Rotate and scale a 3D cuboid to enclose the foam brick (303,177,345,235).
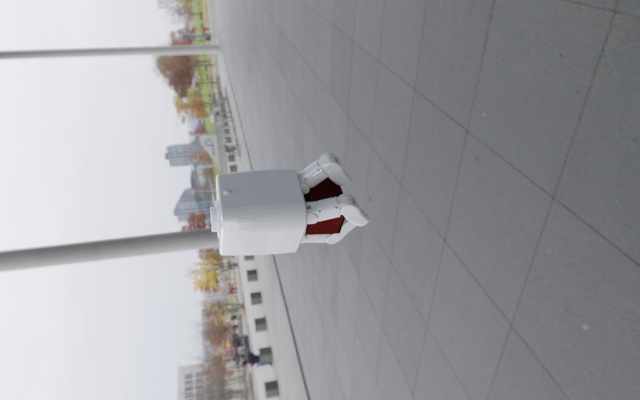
[{"bbox_3d":[0.000,0.002,0.668,0.051,0.053,0.078,-1,45,-17],"label":"foam brick"}]
